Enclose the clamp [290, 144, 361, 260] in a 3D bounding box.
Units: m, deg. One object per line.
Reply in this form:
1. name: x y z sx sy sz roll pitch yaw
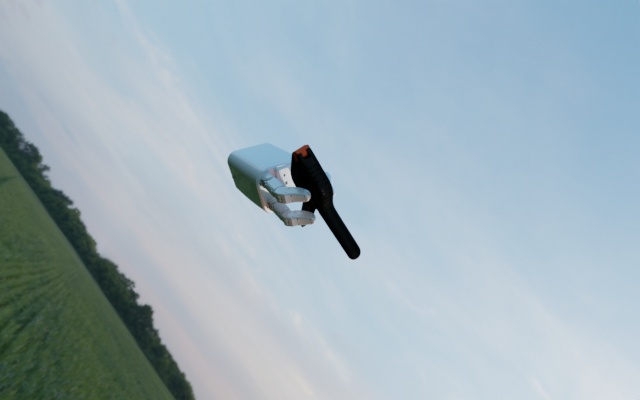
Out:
1. clamp: 0.000 0.002 0.819 0.036 0.210 0.164 -35 46 -24
